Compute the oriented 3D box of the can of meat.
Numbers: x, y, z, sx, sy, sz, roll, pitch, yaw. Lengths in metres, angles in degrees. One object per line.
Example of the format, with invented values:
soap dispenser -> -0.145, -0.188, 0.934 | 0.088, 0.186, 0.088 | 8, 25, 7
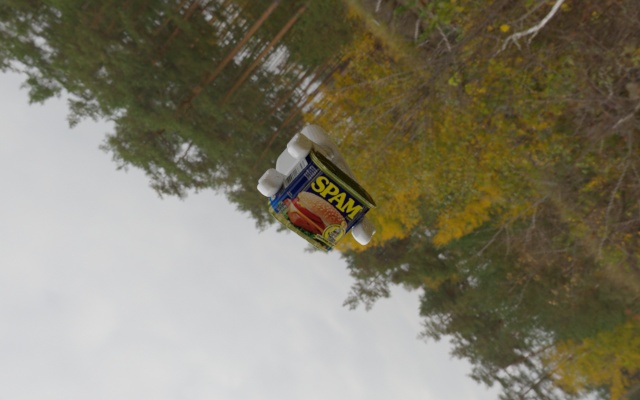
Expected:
can of meat -> 0.000, 0.002, 0.566 | 0.102, 0.084, 0.057 | 37, 13, -25
